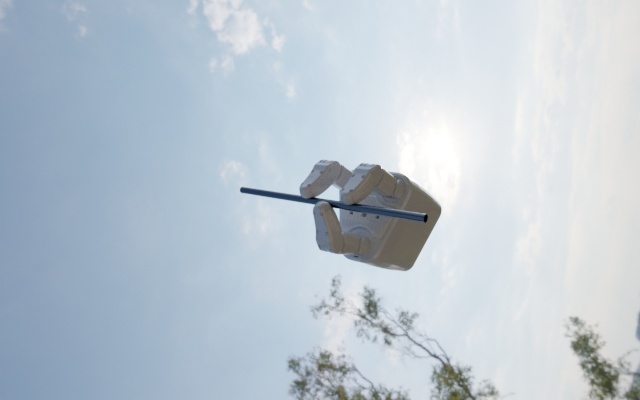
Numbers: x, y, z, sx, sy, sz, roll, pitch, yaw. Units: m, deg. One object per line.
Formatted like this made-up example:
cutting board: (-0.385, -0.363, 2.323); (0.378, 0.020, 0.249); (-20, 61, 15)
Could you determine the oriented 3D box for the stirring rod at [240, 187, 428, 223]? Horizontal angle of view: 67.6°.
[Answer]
stirring rod: (0.000, 0.002, 0.500); (0.239, 0.011, 0.011); (9, 5, 38)
